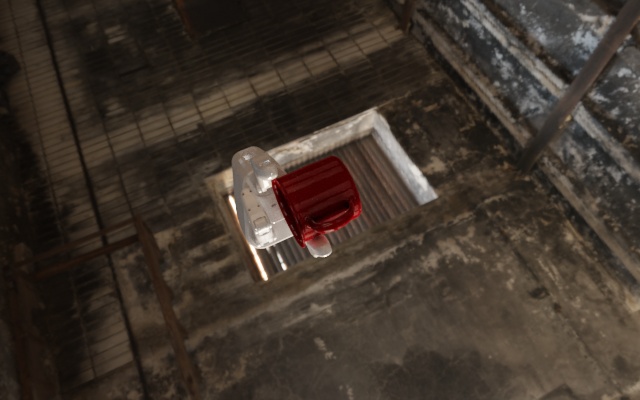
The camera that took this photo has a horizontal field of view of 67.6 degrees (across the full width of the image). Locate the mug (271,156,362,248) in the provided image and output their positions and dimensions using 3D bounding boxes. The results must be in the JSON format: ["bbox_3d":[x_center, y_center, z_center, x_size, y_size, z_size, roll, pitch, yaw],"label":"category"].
[{"bbox_3d":[0.001,0.002,0.558,0.081,0.093,0.117,-24,28,-11],"label":"mug"}]
